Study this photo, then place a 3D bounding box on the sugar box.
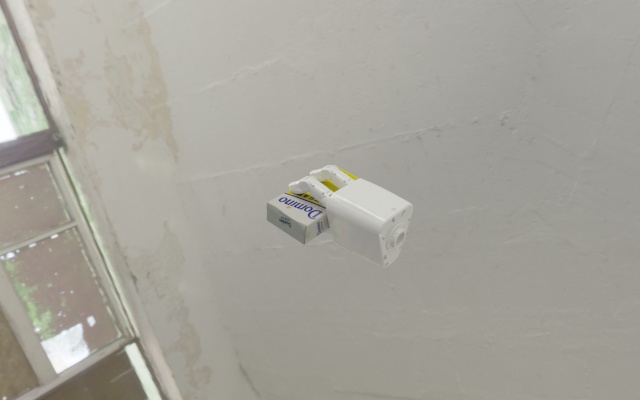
[{"bbox_3d":[0.000,0.002,0.838,0.093,0.048,0.176,30,40,31],"label":"sugar box"}]
